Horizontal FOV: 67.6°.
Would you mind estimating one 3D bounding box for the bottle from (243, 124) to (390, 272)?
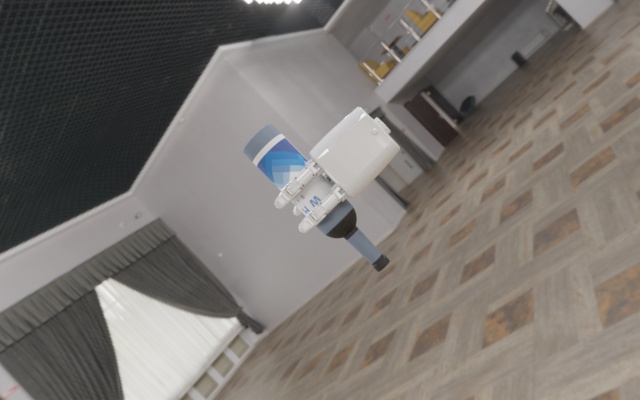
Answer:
[{"bbox_3d":[0.000,0.002,0.779,0.069,0.295,0.069,-45,-1,-1],"label":"bottle"}]
